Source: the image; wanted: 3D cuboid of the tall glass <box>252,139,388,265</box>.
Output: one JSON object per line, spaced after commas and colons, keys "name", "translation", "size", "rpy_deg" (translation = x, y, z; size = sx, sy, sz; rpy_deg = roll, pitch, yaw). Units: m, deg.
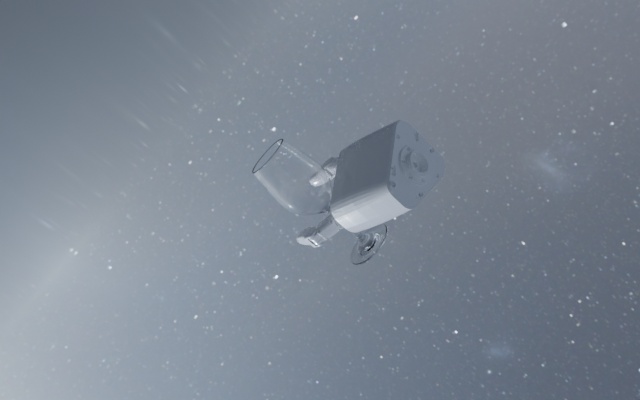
{"name": "tall glass", "translation": [0.000, 0.003, 0.670], "size": [0.201, 0.079, 0.079], "rpy_deg": [41, -15, -18]}
